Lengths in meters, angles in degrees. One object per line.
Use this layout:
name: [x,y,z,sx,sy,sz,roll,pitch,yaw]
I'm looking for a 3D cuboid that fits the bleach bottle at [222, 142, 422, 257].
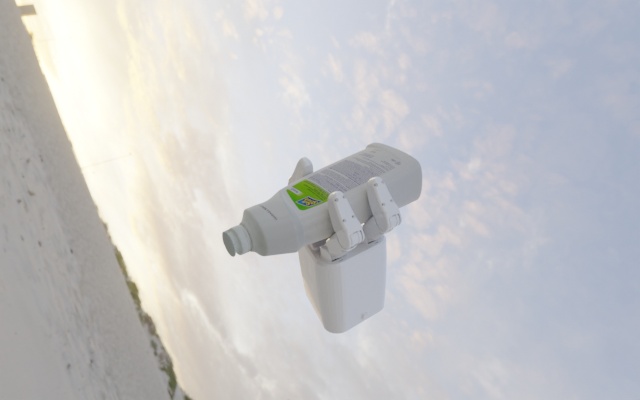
bleach bottle: [0.000,0.002,0.562,0.251,0.068,0.102,-22,32,-30]
